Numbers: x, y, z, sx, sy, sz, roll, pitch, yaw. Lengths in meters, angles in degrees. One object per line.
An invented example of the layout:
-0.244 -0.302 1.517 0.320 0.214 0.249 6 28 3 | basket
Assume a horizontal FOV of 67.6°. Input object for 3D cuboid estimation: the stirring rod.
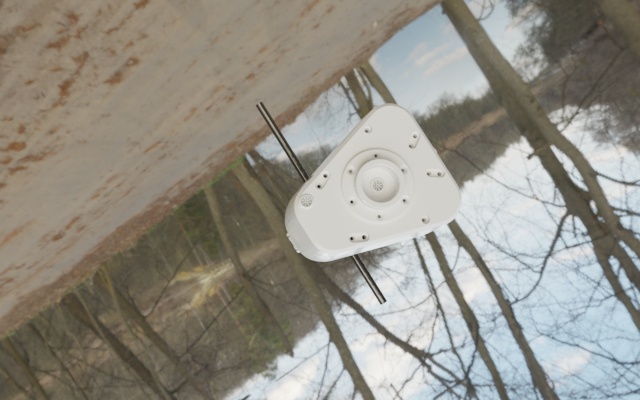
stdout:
0.000 0.002 0.489 0.011 0.239 0.011 -32 -3 -2 | stirring rod
